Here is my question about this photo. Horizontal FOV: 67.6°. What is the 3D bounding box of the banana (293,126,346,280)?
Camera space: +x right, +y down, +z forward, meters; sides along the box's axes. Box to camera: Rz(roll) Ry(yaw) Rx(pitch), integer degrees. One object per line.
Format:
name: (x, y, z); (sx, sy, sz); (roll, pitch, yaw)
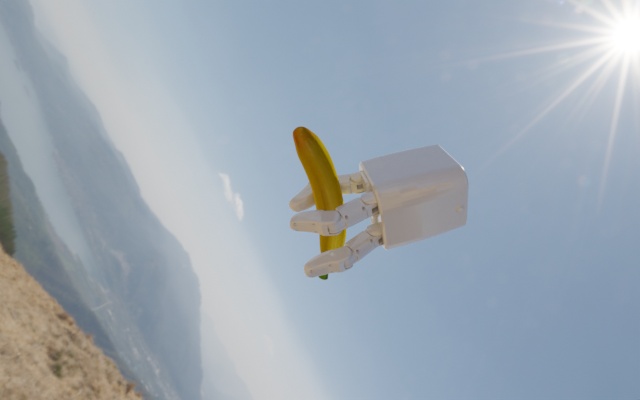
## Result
banana: (0.005, -0.003, 0.578); (0.037, 0.198, 0.069); (-4, 25, 15)
